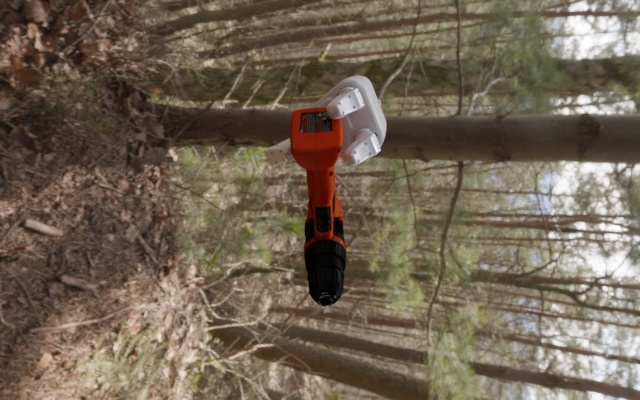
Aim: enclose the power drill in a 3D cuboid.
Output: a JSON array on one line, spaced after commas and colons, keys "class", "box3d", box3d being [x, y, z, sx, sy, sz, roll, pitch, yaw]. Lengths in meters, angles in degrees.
[{"class": "power drill", "box3d": [0.000, 0.001, 0.555, 0.057, 0.188, 0.184, -3, 37, 0]}]
